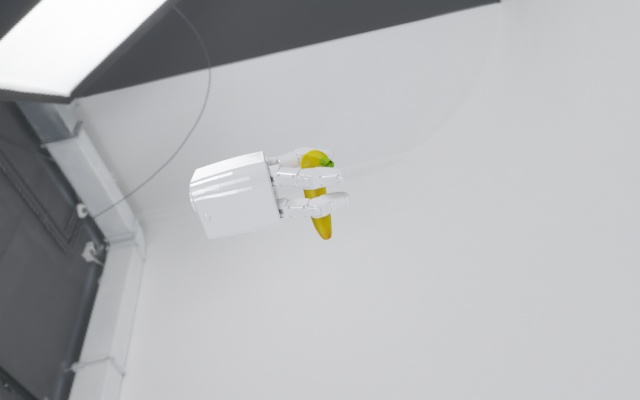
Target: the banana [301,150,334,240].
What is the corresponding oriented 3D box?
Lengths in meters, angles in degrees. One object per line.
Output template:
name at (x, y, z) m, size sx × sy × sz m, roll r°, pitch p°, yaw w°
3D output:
banana at (-0.005, -0.014, 0.713) m, size 0.037 × 0.069 × 0.198 m, roll -15°, pitch -34°, yaw -8°
